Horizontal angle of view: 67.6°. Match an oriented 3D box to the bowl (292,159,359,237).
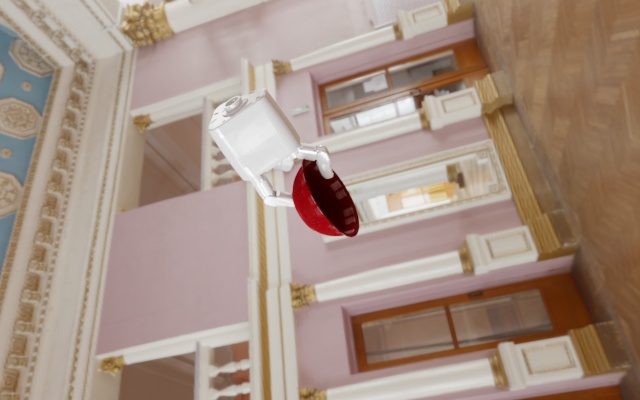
[{"bbox_3d":[0.001,0.004,0.830,0.055,0.162,0.162,-32,-14,23],"label":"bowl"}]
